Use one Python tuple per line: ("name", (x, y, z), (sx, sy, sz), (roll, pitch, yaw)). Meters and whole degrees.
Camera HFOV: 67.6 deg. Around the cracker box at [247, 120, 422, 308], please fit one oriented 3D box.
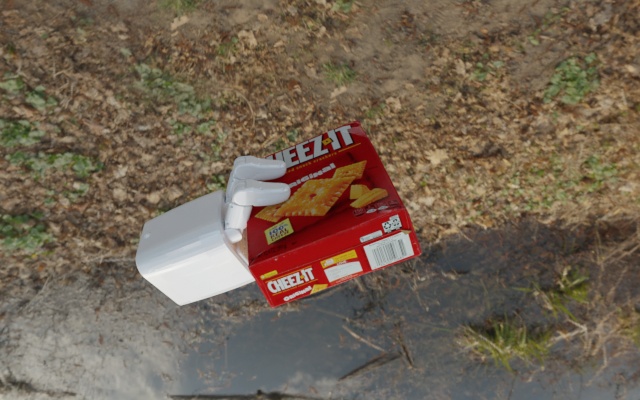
("cracker box", (0.000, 0.002, 0.549), (0.164, 0.072, 0.213), (-21, 34, 4))
